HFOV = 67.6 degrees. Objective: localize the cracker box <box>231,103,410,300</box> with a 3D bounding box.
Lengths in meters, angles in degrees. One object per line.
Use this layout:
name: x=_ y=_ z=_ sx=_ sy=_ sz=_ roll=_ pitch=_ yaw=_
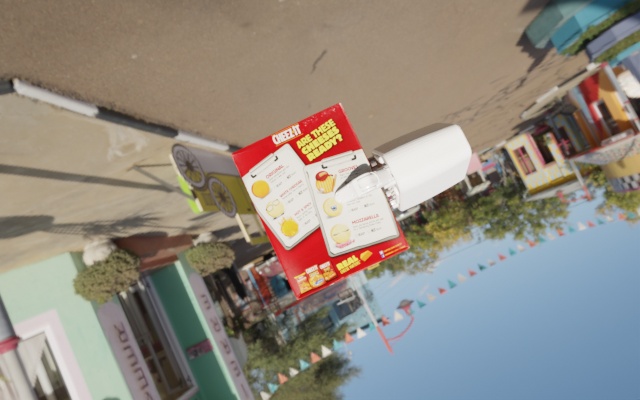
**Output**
cracker box: x=0.000 y=0.002 z=0.653 sx=0.164 sy=0.213 sz=0.072 roll=-25 pitch=-5 yaw=0
